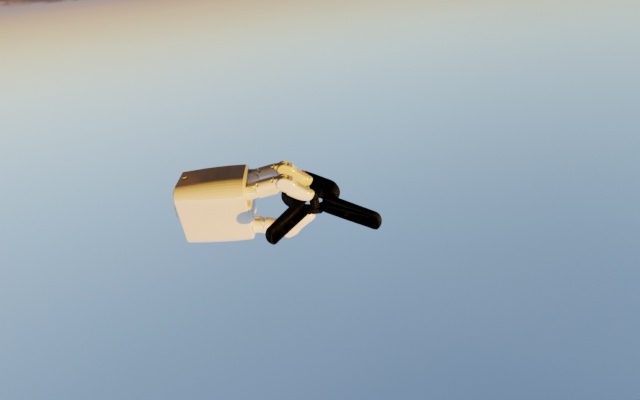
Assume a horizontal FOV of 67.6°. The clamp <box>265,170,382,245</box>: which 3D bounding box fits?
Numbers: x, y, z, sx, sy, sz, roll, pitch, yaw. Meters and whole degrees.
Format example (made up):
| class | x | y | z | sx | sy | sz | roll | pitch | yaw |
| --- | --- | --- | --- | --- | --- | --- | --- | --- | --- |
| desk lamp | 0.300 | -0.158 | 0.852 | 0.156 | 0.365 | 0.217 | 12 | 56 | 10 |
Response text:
| class | x | y | z | sx | sy | sz | roll | pitch | yaw |
| --- | --- | --- | --- | --- | --- | --- | --- | --- | --- |
| clamp | 0.000 | 0.003 | 0.743 | 0.164 | 0.036 | 0.210 | -4 | 25 | -2 |
